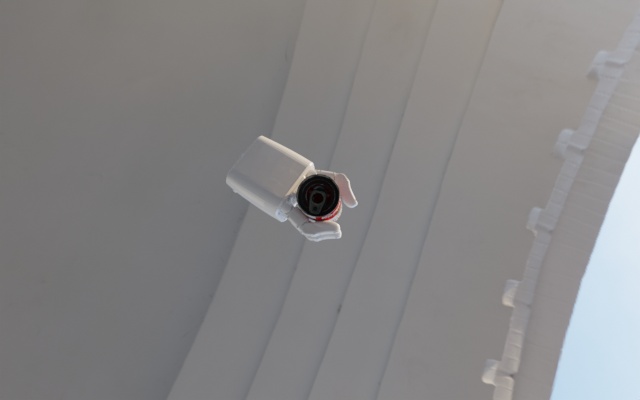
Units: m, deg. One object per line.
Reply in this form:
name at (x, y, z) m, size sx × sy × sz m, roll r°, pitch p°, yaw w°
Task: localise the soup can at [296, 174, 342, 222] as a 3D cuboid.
soup can at (0.001, 0.003, 0.779) m, size 0.068 × 0.068 × 0.102 m, roll 0°, pitch -12°, yaw 5°
